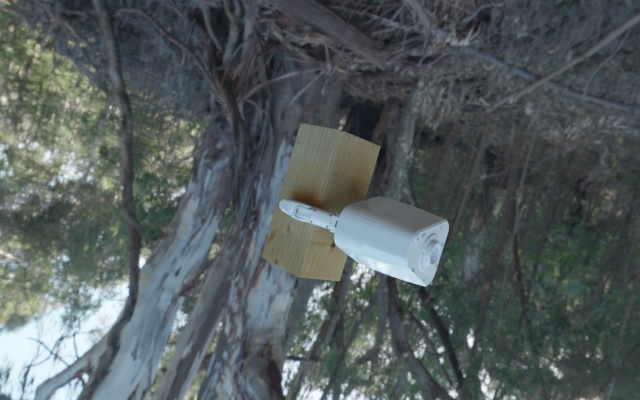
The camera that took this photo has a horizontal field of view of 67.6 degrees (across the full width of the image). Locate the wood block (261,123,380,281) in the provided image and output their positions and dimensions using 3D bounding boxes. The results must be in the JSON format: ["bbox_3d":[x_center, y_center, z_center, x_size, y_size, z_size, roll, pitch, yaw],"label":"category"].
[{"bbox_3d":[0.000,0.002,0.696,0.091,0.206,0.090,14,3,-44],"label":"wood block"}]
